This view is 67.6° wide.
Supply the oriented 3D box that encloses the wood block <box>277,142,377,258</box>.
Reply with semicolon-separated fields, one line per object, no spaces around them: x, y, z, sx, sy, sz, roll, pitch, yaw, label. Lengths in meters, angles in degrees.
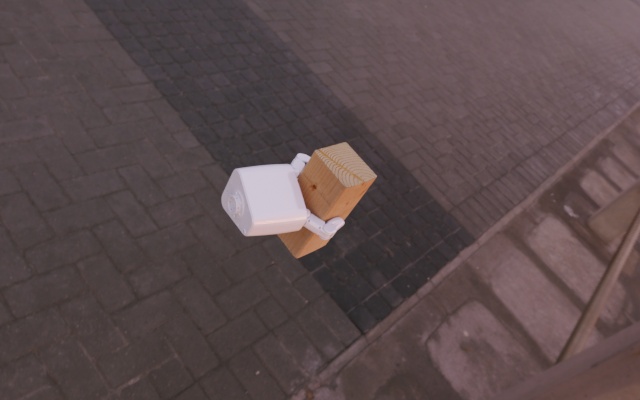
0.000;0.003;0.884;0.090;0.090;0.206;-20;-26;-44;wood block
